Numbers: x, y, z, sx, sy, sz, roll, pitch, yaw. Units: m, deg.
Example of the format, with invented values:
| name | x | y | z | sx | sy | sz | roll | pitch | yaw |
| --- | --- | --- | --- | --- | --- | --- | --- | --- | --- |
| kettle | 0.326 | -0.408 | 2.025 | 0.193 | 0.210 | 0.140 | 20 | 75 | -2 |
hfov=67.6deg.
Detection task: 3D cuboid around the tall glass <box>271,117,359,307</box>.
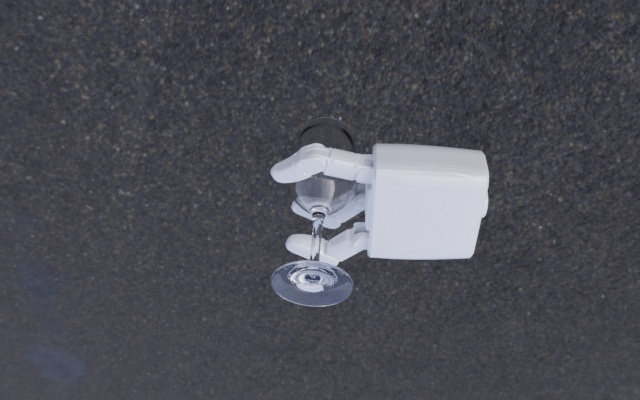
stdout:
| name | x | y | z | sx | sy | sz | roll | pitch | yaw |
| --- | --- | --- | --- | --- | --- | --- | --- | --- | --- |
| tall glass | 0.000 | 0.002 | 0.490 | 0.079 | 0.200 | 0.079 | 3 | -41 | 3 |
